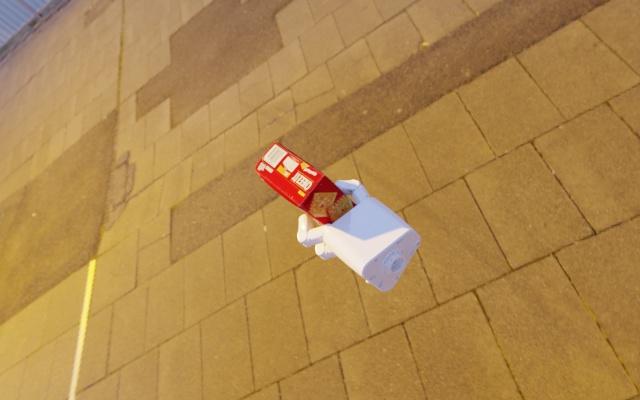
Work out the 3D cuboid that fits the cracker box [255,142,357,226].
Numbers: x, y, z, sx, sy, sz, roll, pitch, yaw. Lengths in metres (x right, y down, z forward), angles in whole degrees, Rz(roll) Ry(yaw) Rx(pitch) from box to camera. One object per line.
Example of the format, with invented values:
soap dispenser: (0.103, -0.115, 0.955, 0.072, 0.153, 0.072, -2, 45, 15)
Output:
cracker box: (0.000, 0.003, 0.859, 0.164, 0.072, 0.214, 37, -4, 46)
